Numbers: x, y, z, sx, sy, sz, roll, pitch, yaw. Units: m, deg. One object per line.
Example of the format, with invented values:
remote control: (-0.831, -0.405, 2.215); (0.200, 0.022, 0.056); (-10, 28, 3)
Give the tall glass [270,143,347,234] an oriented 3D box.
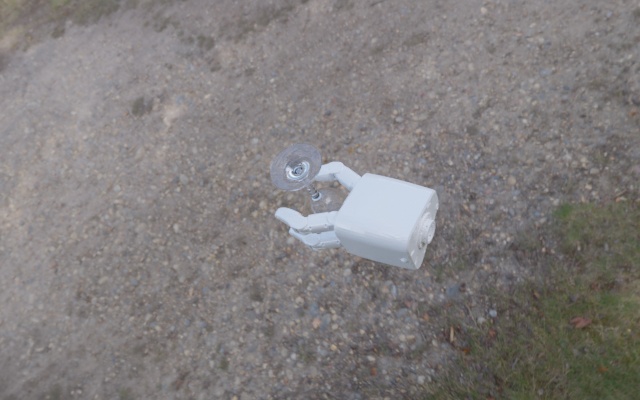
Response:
tall glass: (0.000, 0.002, 0.712); (0.079, 0.079, 0.201); (0, -28, 22)
